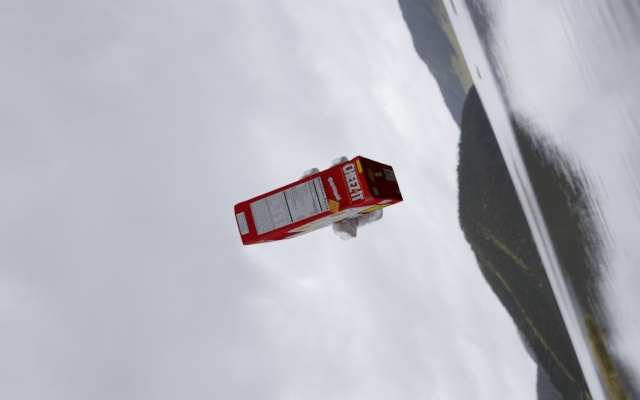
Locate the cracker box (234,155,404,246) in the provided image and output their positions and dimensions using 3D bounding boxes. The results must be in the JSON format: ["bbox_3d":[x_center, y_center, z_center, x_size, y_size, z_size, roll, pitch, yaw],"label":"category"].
[{"bbox_3d":[0.000,0.003,0.734,0.214,0.072,0.164,-20,-8,22],"label":"cracker box"}]
